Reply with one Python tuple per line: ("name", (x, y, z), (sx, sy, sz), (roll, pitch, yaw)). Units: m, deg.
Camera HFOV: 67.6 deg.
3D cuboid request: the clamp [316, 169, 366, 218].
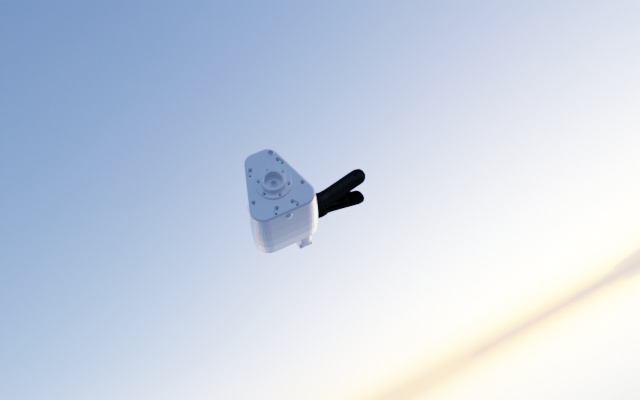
("clamp", (0.000, 0.002, 0.766), (0.171, 0.039, 0.120), (-23, -24, -13))
